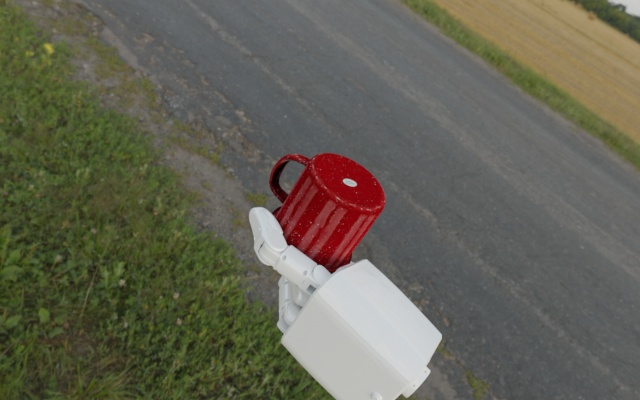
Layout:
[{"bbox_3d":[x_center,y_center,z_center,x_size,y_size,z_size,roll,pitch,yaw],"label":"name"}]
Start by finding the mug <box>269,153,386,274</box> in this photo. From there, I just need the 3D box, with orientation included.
[{"bbox_3d":[-0.001,0.000,0.459,0.117,0.081,0.093,42,34,15],"label":"mug"}]
